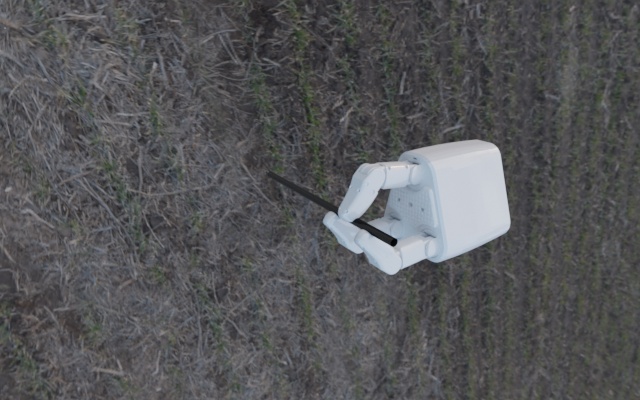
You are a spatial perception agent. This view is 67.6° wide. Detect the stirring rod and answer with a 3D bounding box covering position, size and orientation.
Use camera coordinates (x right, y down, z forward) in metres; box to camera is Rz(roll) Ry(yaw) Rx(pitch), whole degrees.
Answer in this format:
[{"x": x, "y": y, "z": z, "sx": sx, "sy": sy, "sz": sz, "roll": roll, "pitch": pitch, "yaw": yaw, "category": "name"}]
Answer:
[{"x": 0.000, "y": 0.002, "z": 0.507, "sx": 0.011, "sy": 0.011, "sz": 0.239, "roll": 0, "pitch": 17, "yaw": -33, "category": "stirring rod"}]
